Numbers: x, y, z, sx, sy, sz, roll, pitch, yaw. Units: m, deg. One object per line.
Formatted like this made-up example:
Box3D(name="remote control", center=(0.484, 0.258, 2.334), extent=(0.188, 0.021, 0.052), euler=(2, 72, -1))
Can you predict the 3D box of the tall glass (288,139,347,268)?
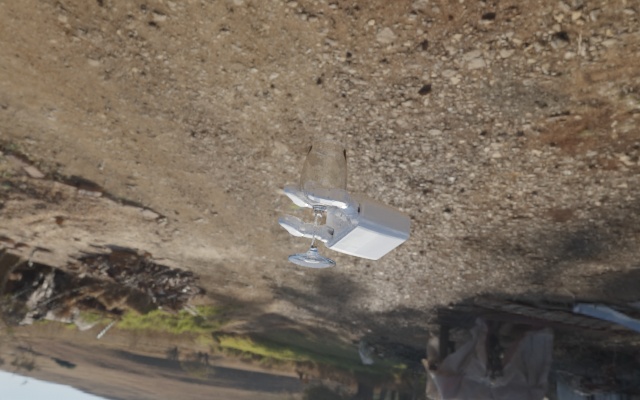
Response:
Box3D(name="tall glass", center=(0.000, 0.003, 0.770), extent=(0.079, 0.201, 0.079), euler=(7, -21, 3))
